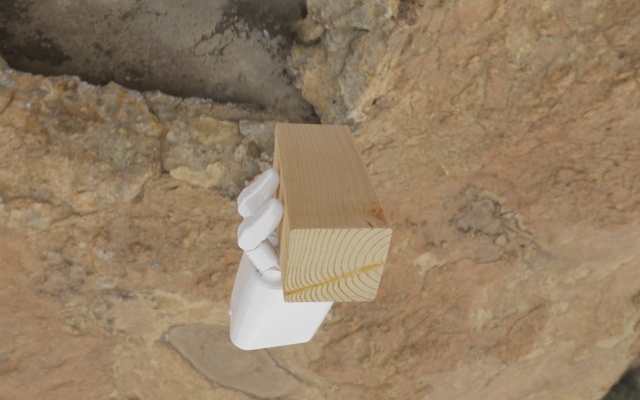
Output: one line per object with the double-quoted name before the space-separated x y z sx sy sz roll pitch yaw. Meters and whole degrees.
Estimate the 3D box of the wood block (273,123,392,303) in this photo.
"wood block" 0.000 0.002 0.509 0.091 0.090 0.206 1 34 -10
